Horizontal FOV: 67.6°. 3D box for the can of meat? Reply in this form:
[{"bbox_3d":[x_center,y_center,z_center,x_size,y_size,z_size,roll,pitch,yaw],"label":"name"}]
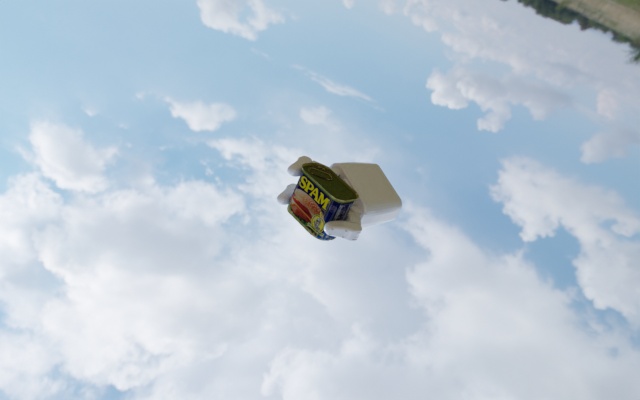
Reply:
[{"bbox_3d":[0.000,0.003,0.758,0.057,0.084,0.102,-9,43,-45],"label":"can of meat"}]
